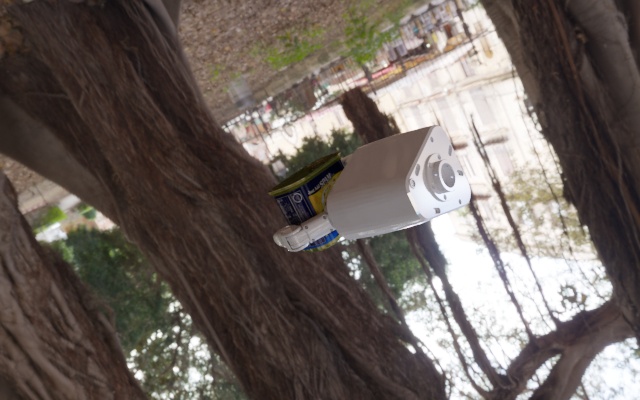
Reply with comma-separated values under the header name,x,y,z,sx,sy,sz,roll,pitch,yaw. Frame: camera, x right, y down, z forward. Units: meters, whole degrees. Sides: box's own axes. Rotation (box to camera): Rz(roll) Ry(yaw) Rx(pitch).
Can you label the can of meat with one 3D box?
name,x,y,z,sx,sy,sz,roll,pitch,yaw
can of meat,0.000,0.002,0.567,0.057,0.084,0.102,-17,15,43
